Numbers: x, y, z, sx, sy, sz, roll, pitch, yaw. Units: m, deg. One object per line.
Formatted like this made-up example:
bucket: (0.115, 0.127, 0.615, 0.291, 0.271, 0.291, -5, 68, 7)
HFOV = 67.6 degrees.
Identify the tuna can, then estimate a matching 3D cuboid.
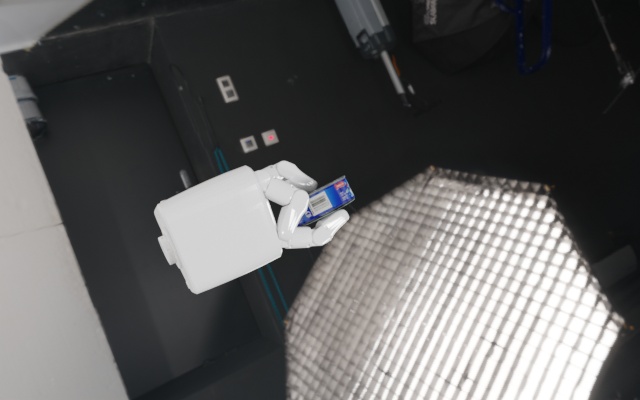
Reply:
tuna can: (0.000, 0.002, 0.611, 0.086, 0.034, 0.086, -27, 1, 1)
